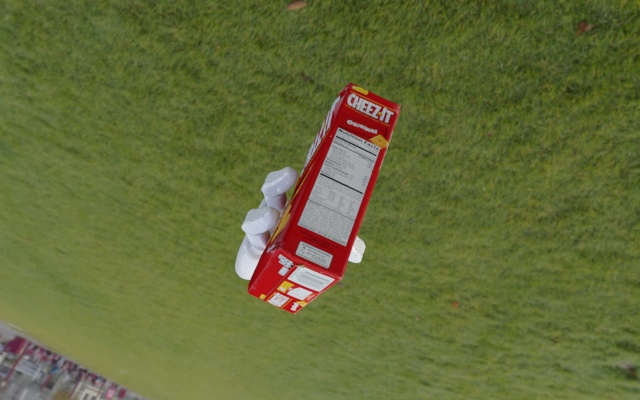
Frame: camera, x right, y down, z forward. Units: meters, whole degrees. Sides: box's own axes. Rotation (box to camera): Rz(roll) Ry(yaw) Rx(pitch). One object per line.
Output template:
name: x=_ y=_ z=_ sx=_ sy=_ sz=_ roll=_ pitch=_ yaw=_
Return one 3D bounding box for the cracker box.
cracker box: x=0.000 y=0.002 z=0.531 sx=0.072 sy=0.213 sz=0.164 roll=25 pitch=-29 yaw=-7
